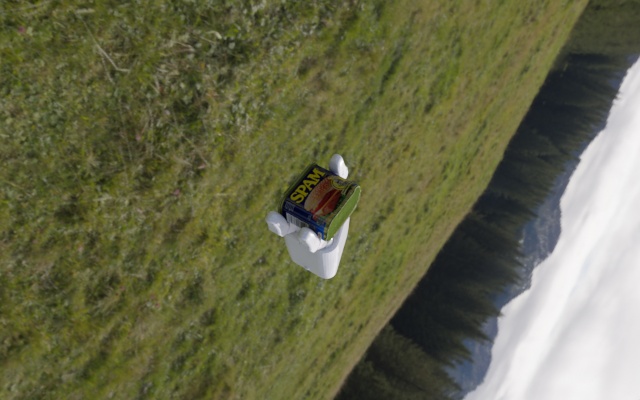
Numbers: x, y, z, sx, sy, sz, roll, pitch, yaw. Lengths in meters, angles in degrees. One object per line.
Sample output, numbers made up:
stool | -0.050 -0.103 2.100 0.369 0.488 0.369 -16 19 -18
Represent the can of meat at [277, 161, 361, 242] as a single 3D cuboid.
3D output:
can of meat | 0.000 0.002 0.705 0.084 0.102 0.057 27 -32 19
